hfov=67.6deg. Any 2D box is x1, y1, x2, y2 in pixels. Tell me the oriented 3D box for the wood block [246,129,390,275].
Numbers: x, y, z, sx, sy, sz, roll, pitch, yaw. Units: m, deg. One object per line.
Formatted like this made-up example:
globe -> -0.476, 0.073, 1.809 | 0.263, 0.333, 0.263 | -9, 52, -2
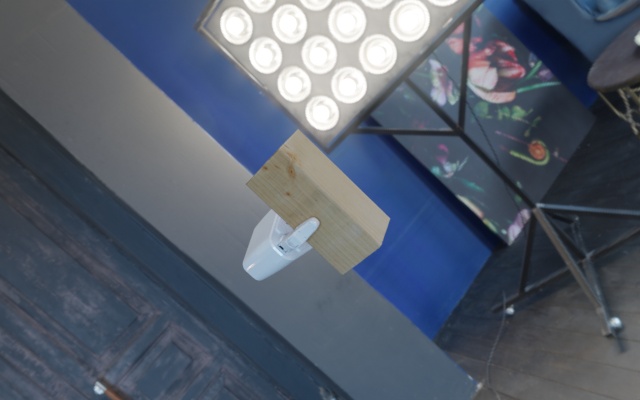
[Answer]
wood block -> 0.000, 0.003, 0.743 | 0.090, 0.206, 0.090 | -42, 8, 32
